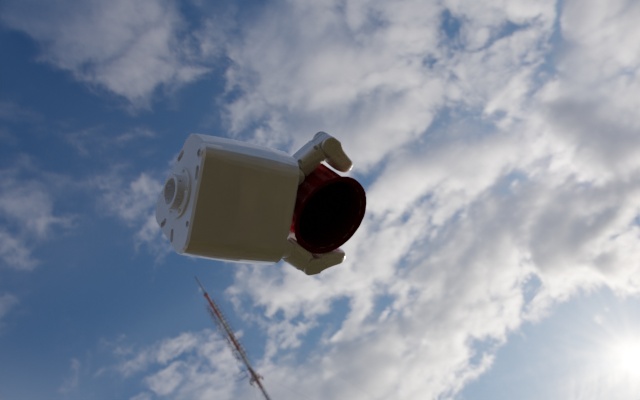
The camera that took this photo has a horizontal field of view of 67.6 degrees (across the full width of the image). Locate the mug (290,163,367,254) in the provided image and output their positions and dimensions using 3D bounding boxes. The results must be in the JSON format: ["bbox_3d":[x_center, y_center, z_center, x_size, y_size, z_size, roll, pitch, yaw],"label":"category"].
[{"bbox_3d":[0.001,0.002,0.548,0.117,0.093,0.081,12,18,-40],"label":"mug"}]
